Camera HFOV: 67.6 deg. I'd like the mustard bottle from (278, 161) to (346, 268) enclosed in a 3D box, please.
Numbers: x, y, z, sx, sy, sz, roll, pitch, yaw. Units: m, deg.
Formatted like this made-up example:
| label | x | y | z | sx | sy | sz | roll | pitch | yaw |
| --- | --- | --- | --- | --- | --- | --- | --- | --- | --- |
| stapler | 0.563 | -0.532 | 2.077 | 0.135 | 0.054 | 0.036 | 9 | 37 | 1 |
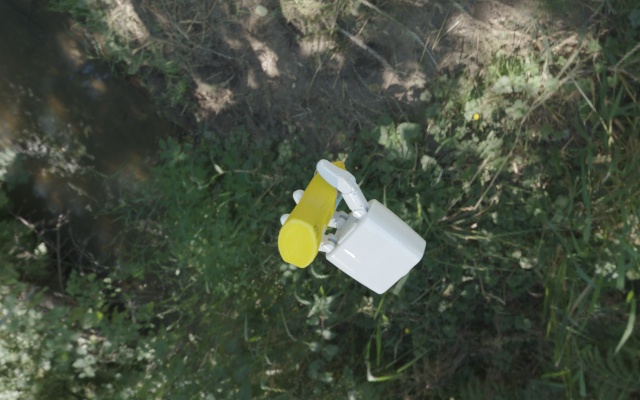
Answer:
| label | x | y | z | sx | sy | sz | roll | pitch | yaw |
| --- | --- | --- | --- | --- | --- | --- | --- | --- | --- |
| mustard bottle | 0.000 | 0.002 | 0.714 | 0.058 | 0.096 | 0.191 | 19 | 45 | 9 |
